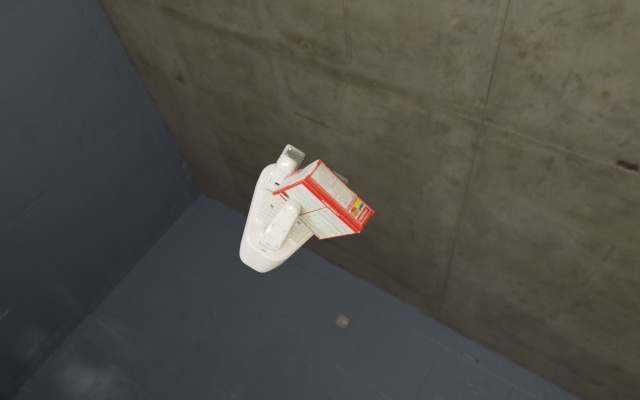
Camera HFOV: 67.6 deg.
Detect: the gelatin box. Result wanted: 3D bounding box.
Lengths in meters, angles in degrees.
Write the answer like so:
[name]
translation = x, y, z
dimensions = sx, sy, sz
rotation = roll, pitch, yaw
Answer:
[gelatin box]
translation = 0.000, 0.002, 0.468
dimensions = 0.073, 0.030, 0.089
rotation = 43, -23, -13
